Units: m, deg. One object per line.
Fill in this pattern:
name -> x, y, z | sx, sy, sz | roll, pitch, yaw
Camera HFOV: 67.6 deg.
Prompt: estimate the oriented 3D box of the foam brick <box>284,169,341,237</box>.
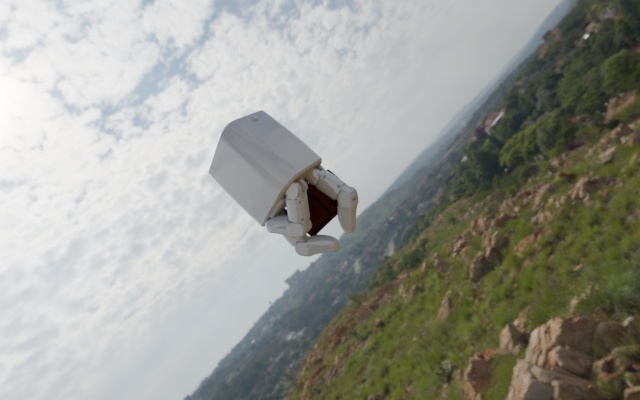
foam brick -> 0.000, 0.002, 0.640 | 0.051, 0.053, 0.078 | 41, 33, 6
